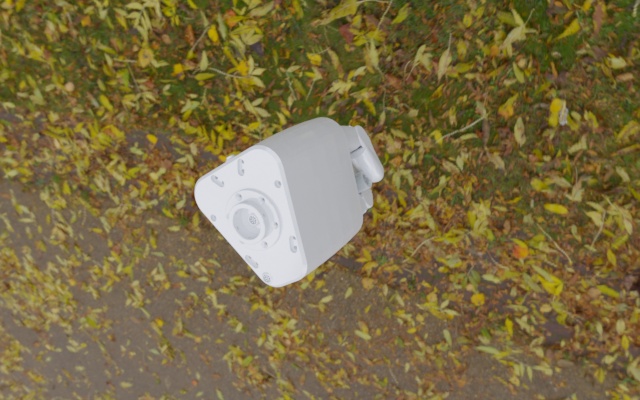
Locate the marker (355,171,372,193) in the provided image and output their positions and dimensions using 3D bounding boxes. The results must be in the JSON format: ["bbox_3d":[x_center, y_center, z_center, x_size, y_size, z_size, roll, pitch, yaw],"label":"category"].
[{"bbox_3d":[0.000,0.002,0.502,0.121,0.020,0.020,-27,-15,32],"label":"marker"}]
